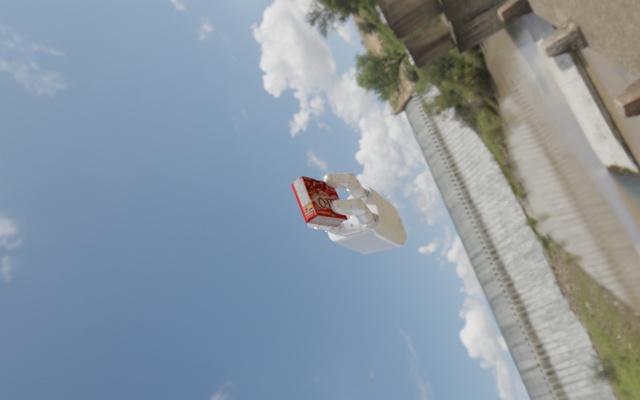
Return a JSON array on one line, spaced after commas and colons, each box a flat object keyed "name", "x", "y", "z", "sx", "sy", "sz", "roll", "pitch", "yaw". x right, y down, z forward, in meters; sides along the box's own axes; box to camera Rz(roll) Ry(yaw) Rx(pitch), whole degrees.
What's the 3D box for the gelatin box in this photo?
[{"name": "gelatin box", "x": 0.000, "y": 0.003, "z": 0.782, "sx": 0.030, "sy": 0.073, "sz": 0.089, "roll": -35, "pitch": -26, "yaw": 29}]
